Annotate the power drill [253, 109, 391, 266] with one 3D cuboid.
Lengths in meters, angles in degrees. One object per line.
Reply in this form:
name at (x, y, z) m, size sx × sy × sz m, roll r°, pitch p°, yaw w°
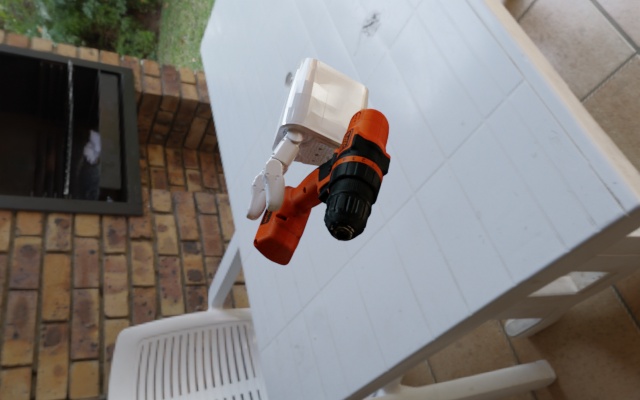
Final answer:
power drill at (0.000, 0.002, 0.533) m, size 0.057 × 0.184 × 0.188 m, roll 38°, pitch -48°, yaw -17°
